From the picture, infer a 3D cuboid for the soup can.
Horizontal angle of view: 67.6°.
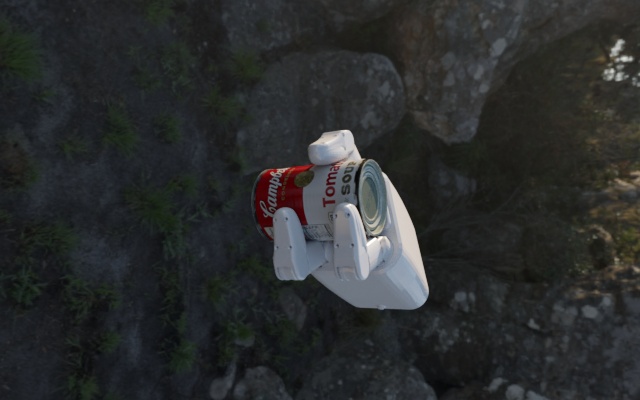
[{"bbox_3d":[0.000,0.001,0.421,0.102,0.068,0.068,-4,-2,28],"label":"soup can"}]
